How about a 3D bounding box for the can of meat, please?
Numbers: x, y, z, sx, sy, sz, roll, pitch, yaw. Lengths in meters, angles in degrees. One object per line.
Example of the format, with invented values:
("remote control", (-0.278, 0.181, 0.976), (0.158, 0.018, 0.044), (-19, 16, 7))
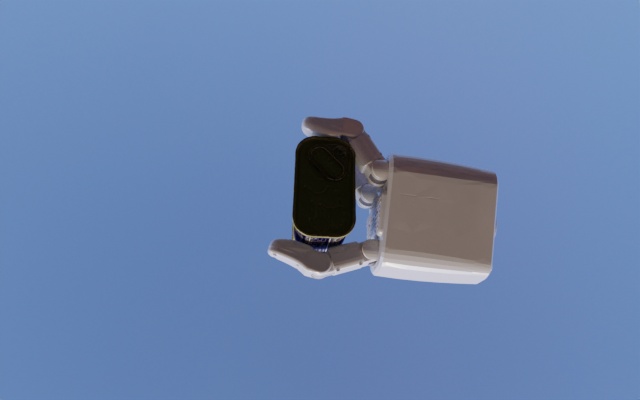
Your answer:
("can of meat", (0.000, 0.002, 0.474), (0.057, 0.102, 0.084), (3, -23, -5))
